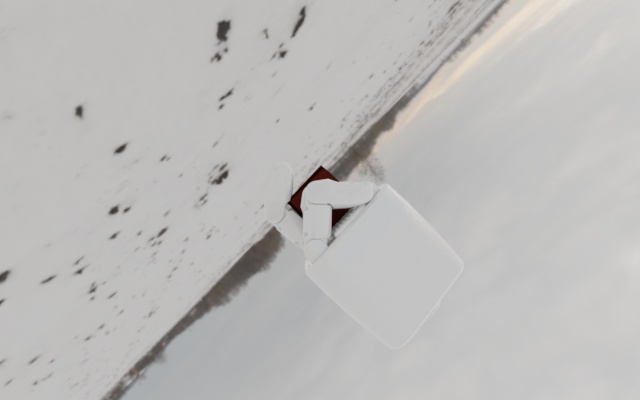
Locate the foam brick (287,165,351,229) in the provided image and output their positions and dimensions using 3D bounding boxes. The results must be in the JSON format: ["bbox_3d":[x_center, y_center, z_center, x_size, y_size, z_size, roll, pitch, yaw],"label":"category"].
[{"bbox_3d":[0.000,0.002,0.504,0.051,0.053,0.078,43,-2,-1],"label":"foam brick"}]
